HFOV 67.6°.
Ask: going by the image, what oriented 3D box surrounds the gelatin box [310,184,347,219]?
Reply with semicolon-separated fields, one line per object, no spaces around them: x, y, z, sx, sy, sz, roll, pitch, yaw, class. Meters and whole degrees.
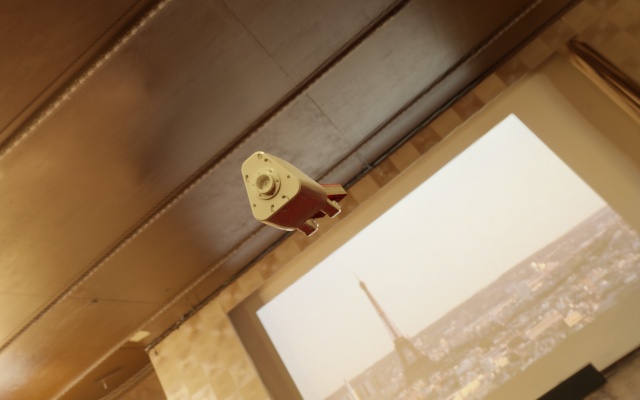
0.000;0.003;0.897;0.073;0.030;0.089;-45;-19;24;gelatin box
